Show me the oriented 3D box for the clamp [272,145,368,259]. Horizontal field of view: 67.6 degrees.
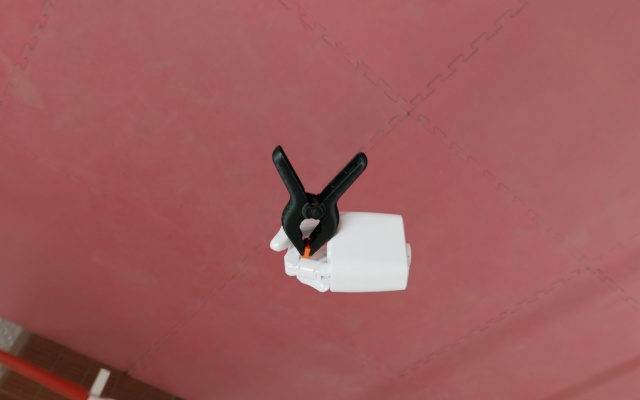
[{"bbox_3d":[0.000,0.003,0.634,0.120,0.172,0.039,0,36,0],"label":"clamp"}]
